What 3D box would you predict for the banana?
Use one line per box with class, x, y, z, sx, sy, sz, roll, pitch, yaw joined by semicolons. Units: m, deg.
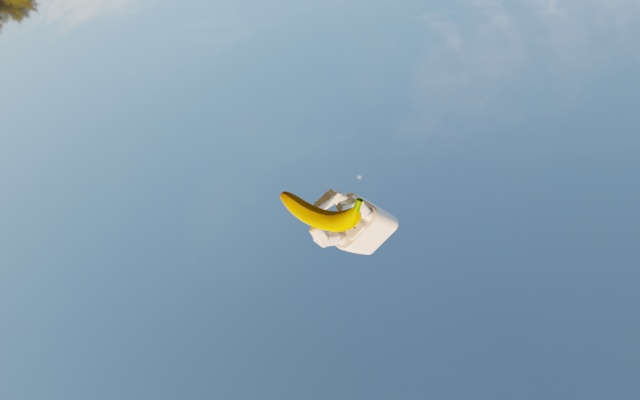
banana;0.004;0.021;0.875;0.198;0.069;0.037;5;14;40
